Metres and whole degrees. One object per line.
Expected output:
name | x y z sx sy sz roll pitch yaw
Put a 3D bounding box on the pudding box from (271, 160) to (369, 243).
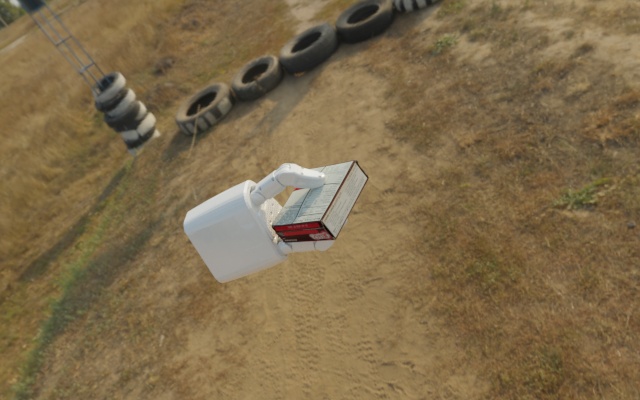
pudding box | 0.000 0.002 0.616 0.090 0.113 0.039 -7 -47 42
